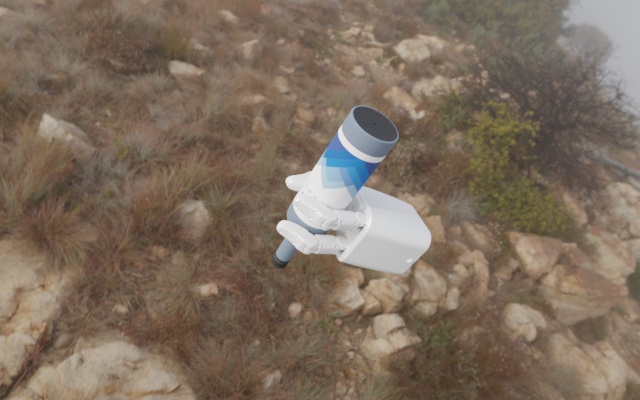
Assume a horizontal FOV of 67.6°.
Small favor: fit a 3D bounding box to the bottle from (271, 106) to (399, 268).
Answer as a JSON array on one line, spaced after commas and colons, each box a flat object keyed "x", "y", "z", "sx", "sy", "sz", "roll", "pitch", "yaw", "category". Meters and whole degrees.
[{"x": 0.000, "y": 0.002, "z": 0.665, "sx": 0.069, "sy": 0.069, "sz": 0.296, "roll": 0, "pitch": -40, "yaw": -36, "category": "bottle"}]
